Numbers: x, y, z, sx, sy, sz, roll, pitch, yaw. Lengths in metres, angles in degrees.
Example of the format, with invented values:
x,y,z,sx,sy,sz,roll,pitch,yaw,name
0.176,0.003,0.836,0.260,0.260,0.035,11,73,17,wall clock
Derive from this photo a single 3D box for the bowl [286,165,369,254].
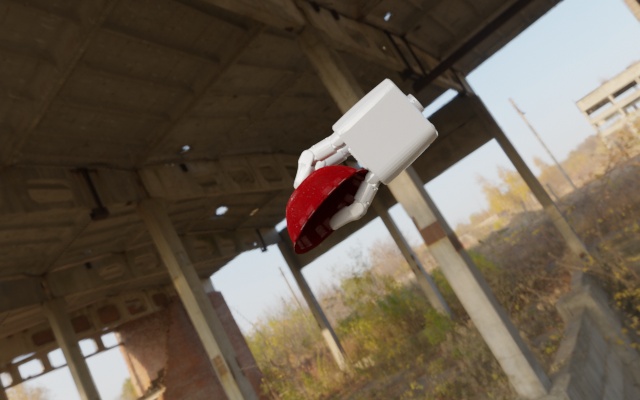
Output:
x,y,z,sx,sy,sz,roll,pitch,yaw,name
-0.001,0.003,0.710,0.055,0.162,0.162,40,14,17,bowl
